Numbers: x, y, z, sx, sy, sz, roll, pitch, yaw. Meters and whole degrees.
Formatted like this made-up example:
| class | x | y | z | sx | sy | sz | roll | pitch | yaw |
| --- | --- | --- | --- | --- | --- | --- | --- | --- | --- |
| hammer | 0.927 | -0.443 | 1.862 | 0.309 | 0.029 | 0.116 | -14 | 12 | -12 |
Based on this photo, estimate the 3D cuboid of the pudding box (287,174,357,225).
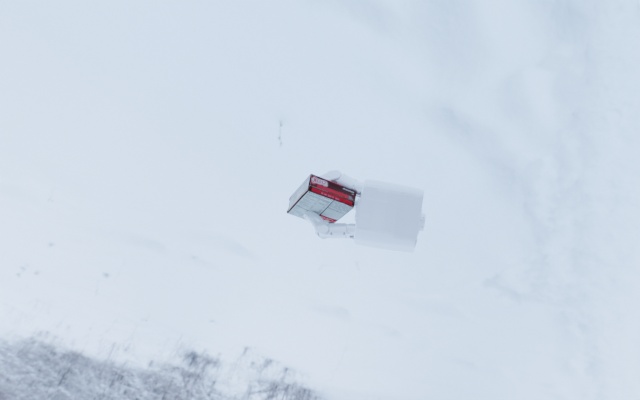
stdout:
| class | x | y | z | sx | sy | sz | roll | pitch | yaw |
| --- | --- | --- | --- | --- | --- | --- | --- | --- | --- |
| pudding box | 0.000 | 0.003 | 0.855 | 0.090 | 0.039 | 0.113 | 21 | -31 | -15 |
